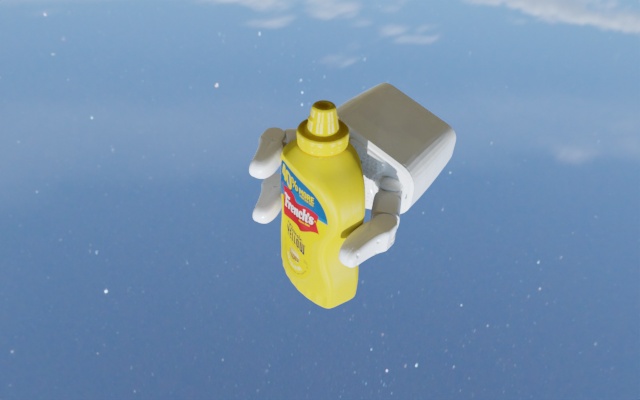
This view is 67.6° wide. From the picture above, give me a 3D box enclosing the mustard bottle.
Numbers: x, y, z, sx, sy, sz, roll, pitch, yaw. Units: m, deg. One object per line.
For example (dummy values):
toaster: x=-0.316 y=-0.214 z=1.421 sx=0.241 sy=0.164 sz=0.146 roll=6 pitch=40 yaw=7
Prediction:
mustard bottle: x=0.000 y=0.002 z=0.419 sx=0.058 sy=0.192 sz=0.096 roll=-19 pitch=45 yaw=-24
